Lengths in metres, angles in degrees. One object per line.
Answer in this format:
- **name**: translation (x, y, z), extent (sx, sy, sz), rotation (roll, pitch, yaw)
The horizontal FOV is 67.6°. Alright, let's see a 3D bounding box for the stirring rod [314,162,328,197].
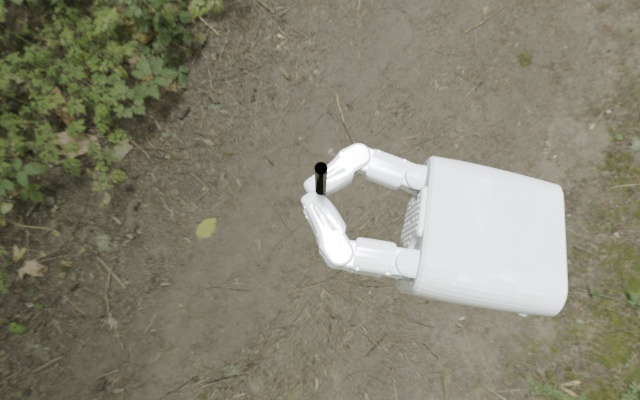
- **stirring rod**: translation (0.000, 0.001, 0.404), extent (0.011, 0.011, 0.239), rotation (0, -10, 0)
